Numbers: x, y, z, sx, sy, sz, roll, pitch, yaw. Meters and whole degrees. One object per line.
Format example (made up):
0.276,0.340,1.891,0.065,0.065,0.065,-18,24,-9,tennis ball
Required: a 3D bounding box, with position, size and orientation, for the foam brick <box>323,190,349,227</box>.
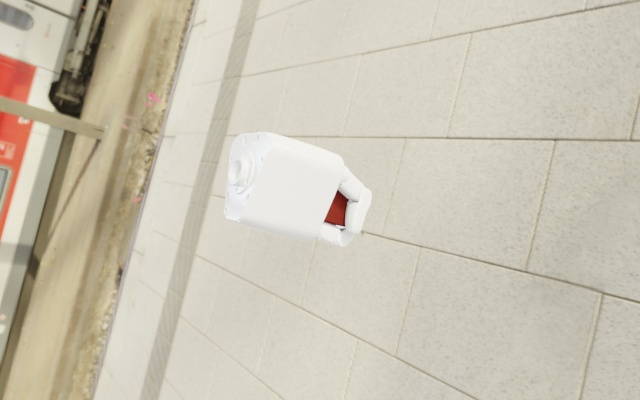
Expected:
0.000,0.002,0.633,0.051,0.053,0.078,16,-6,-38,foam brick
